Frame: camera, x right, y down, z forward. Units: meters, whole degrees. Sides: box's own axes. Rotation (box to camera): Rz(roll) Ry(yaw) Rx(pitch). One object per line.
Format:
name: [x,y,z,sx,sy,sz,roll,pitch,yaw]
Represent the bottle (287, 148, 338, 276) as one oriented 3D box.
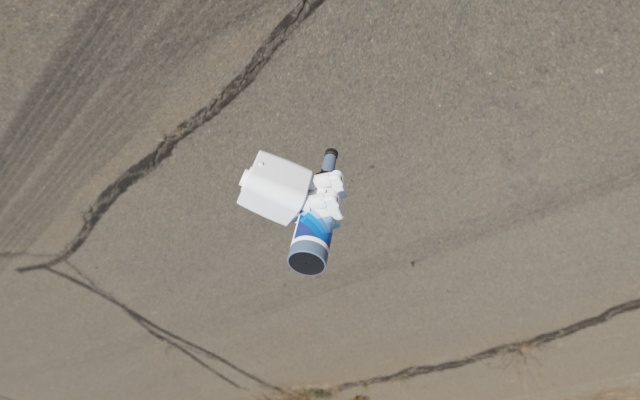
bottle: [0.000,0.003,0.900,0.069,0.069,0.295,7,46,6]
